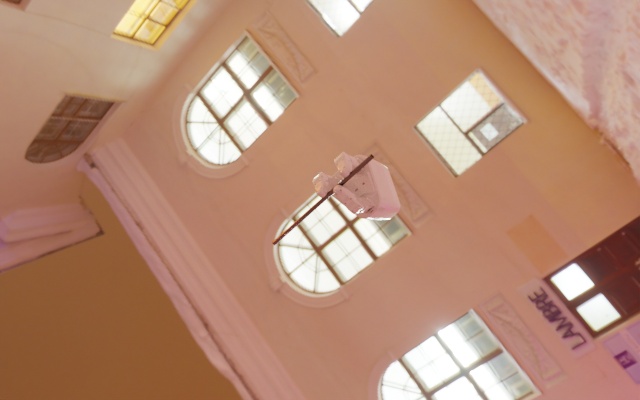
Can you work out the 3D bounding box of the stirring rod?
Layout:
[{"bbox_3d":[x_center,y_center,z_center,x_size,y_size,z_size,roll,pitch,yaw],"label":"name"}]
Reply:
[{"bbox_3d":[0.000,0.003,0.814,0.239,0.011,0.011,-42,-18,21],"label":"stirring rod"}]
